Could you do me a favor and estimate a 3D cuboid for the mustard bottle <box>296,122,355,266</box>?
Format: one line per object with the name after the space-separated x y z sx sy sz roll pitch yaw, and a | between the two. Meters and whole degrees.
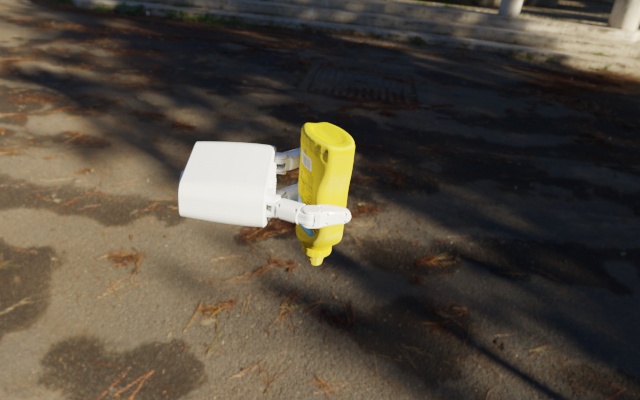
0.000 0.002 0.626 0.058 0.192 0.096 -6 29 -23 | mustard bottle
